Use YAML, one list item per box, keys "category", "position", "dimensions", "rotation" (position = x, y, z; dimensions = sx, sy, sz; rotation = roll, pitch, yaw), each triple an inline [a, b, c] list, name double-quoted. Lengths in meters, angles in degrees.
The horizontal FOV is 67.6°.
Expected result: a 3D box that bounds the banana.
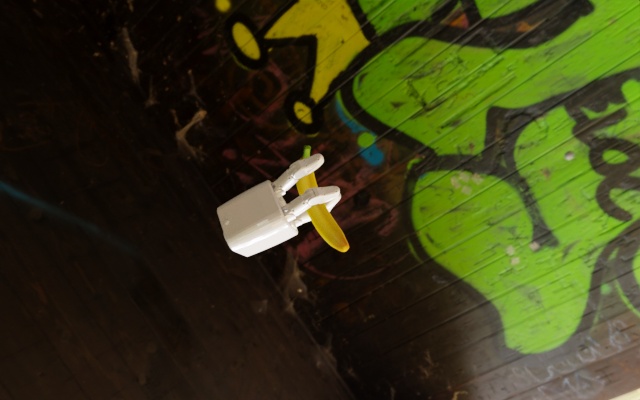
- category: "banana"
  position: [-0.006, 0.005, 0.839]
  dimensions: [0.037, 0.197, 0.070]
  rotation: [-19, -12, -19]
